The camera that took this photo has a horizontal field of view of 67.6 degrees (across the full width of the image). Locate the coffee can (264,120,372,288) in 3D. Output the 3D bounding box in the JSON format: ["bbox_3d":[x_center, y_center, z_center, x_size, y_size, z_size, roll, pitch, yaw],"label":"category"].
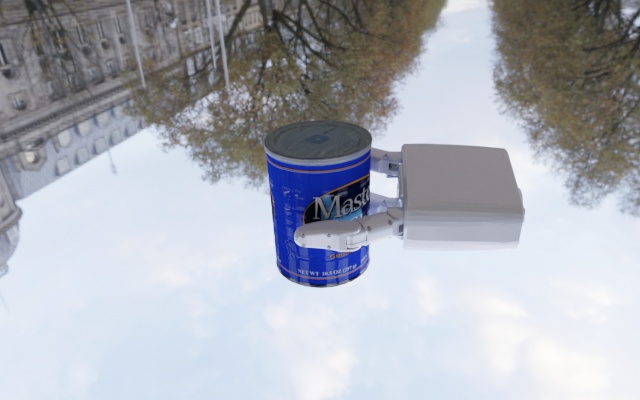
[{"bbox_3d":[0.000,0.001,0.486,0.103,0.140,0.102,-2,28,1],"label":"coffee can"}]
